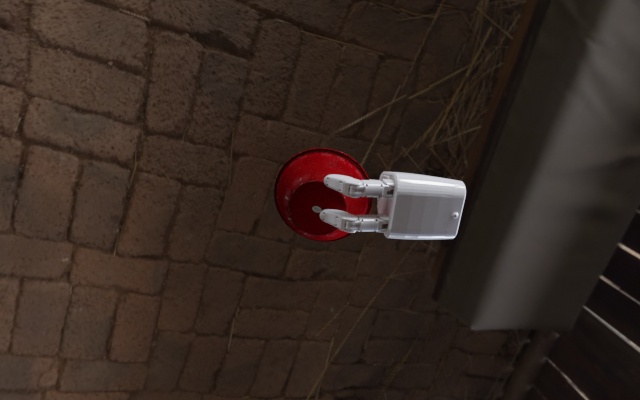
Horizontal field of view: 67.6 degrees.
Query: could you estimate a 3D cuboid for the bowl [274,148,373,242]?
[{"bbox_3d":[-0.001,0.003,0.746,0.162,0.162,0.055,0,21,9],"label":"bowl"}]
